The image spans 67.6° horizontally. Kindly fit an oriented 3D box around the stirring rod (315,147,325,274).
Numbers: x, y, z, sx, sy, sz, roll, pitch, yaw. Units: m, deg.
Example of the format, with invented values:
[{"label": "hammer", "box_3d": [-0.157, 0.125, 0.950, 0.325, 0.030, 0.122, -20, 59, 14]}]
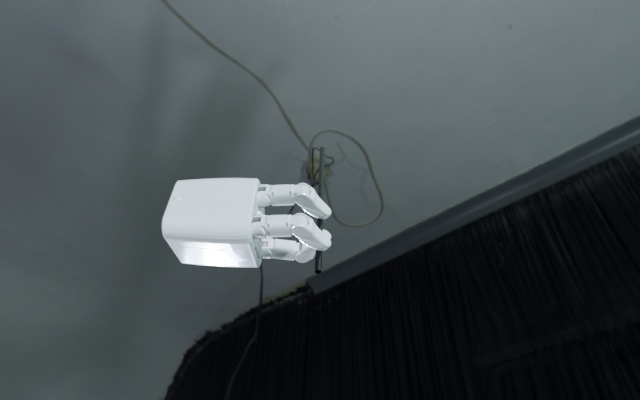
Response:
[{"label": "stirring rod", "box_3d": [0.000, 0.002, 0.651, 0.011, 0.011, 0.239, 0, 43, 2]}]
